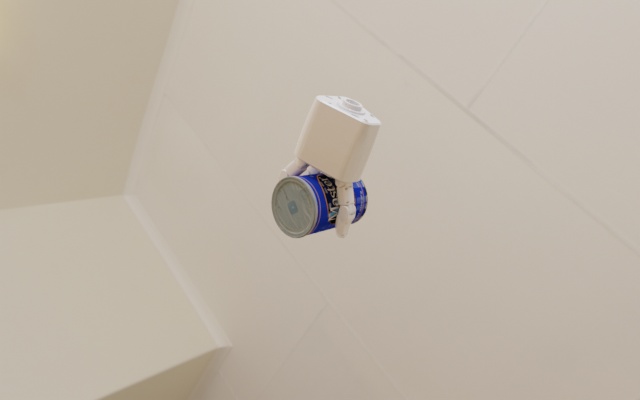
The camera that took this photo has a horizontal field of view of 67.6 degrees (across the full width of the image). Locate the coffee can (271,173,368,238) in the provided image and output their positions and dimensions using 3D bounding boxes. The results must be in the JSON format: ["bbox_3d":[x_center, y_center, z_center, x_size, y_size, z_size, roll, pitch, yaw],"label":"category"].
[{"bbox_3d":[0.000,0.003,0.832,0.103,0.103,0.140,0,7,42],"label":"coffee can"}]
